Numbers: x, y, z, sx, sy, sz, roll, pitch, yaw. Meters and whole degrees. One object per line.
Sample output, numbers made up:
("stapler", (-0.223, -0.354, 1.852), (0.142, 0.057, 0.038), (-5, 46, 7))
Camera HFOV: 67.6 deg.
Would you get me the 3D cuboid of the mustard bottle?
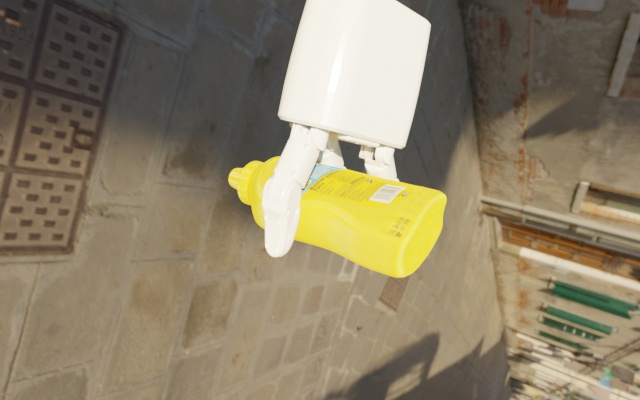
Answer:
("mustard bottle", (0.000, 0.002, 0.405), (0.191, 0.058, 0.096), (17, 32, 27))
